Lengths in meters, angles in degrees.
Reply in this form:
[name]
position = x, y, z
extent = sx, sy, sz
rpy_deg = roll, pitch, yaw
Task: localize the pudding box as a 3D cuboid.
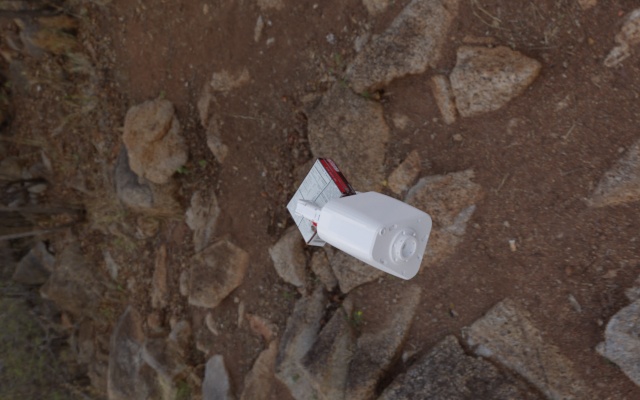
[pudding box]
position = 0.000, 0.002, 0.756
extent = 0.039, 0.113, 0.090
rpy_deg = 10, 37, -41
